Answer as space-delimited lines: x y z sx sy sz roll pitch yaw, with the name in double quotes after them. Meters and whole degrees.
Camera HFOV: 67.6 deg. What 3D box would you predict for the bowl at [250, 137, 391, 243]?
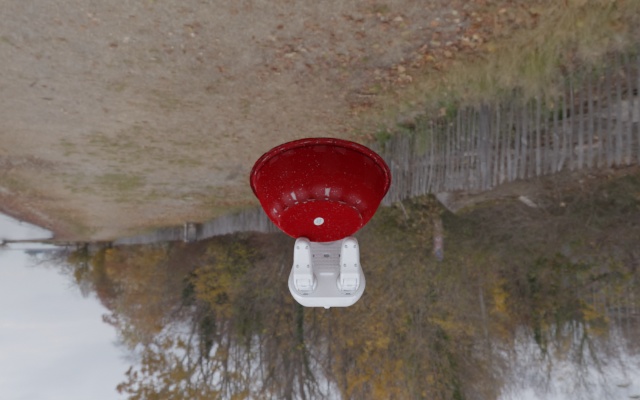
0.000 0.001 0.532 0.162 0.055 0.162 0 -34 0 "bowl"
